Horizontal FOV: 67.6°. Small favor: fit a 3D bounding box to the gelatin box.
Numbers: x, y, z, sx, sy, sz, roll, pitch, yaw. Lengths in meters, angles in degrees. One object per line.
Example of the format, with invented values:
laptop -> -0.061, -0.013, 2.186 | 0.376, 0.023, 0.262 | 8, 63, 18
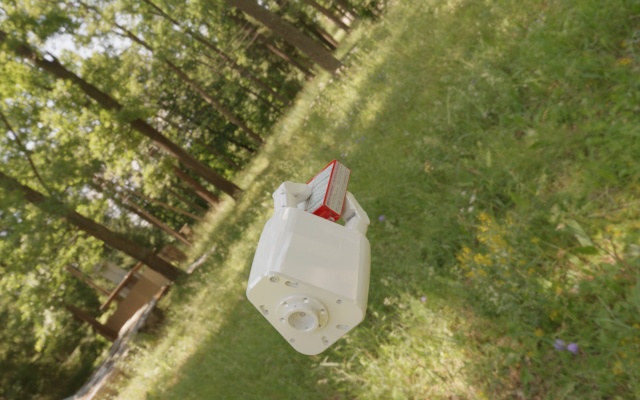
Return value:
gelatin box -> 0.000, 0.001, 0.594 | 0.030, 0.089, 0.073 | 34, -48, -19
